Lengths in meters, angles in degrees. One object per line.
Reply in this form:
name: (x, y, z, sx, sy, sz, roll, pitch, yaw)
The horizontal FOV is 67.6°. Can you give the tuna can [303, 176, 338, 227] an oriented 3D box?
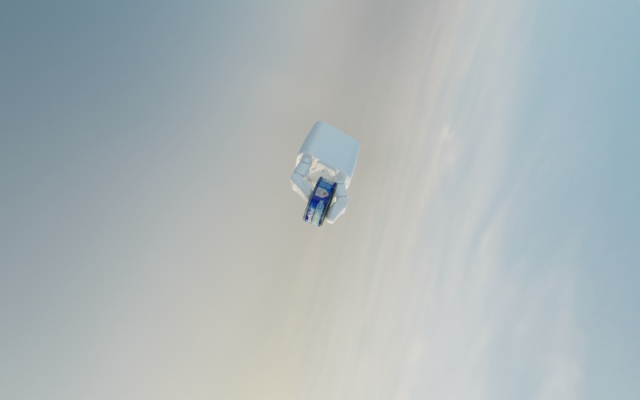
tuna can: (0.001, 0.003, 0.846, 0.034, 0.086, 0.086, 21, 2, 5)
